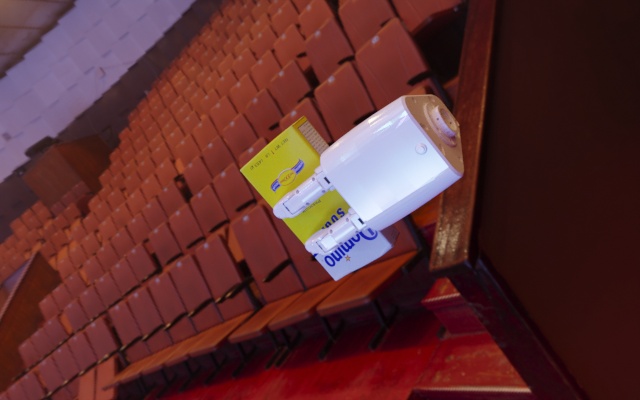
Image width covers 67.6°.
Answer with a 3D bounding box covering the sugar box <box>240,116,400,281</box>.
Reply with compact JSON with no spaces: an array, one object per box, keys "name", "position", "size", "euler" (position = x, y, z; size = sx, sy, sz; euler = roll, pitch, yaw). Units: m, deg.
[{"name":"sugar box","position":[0.000,0.002,0.551],"size":[0.093,0.176,0.048],"euler":[-36,7,31]}]
